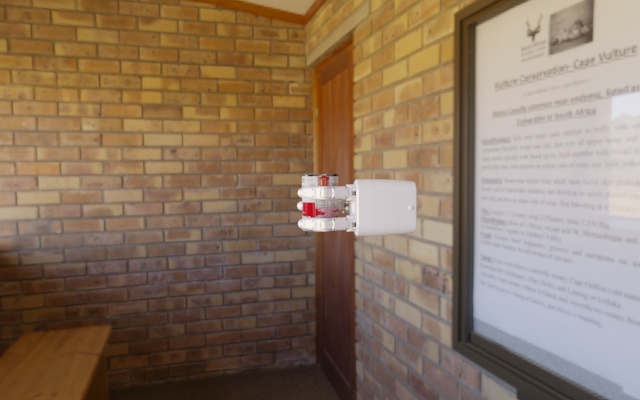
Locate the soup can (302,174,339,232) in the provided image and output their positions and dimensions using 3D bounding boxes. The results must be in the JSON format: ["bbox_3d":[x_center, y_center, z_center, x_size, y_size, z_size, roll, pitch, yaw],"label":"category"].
[{"bbox_3d":[0.000,0.003,0.871,0.068,0.102,0.068,0,3,0],"label":"soup can"}]
